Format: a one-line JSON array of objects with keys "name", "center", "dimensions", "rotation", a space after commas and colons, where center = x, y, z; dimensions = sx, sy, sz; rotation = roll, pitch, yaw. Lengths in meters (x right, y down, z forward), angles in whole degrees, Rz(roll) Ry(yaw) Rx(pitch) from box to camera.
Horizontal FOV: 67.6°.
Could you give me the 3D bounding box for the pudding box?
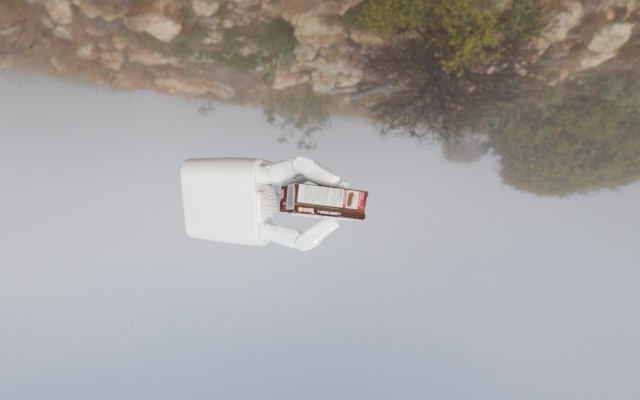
[{"name": "pudding box", "center": [0.000, 0.002, 0.600], "dimensions": [0.090, 0.039, 0.113], "rotation": [6, 0, -13]}]
